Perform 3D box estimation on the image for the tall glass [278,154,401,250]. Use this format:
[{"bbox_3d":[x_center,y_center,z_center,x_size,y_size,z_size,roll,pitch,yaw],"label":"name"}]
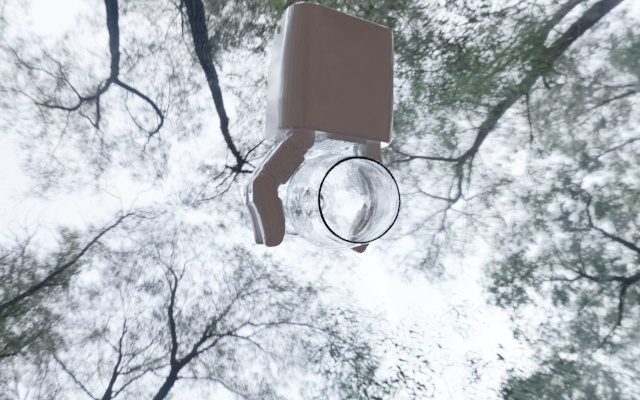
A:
[{"bbox_3d":[0.000,0.002,0.426,0.079,0.079,0.201,0,-1,-16],"label":"tall glass"}]
